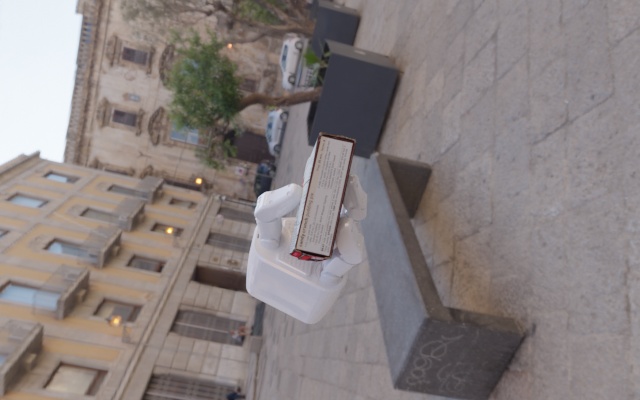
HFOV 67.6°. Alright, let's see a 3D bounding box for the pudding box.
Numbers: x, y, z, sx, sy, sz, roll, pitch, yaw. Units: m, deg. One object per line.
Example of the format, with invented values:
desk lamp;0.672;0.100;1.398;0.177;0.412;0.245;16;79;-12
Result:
pudding box;0.000;0.001;0.462;0.039;0.113;0.090;11;-10;-6
